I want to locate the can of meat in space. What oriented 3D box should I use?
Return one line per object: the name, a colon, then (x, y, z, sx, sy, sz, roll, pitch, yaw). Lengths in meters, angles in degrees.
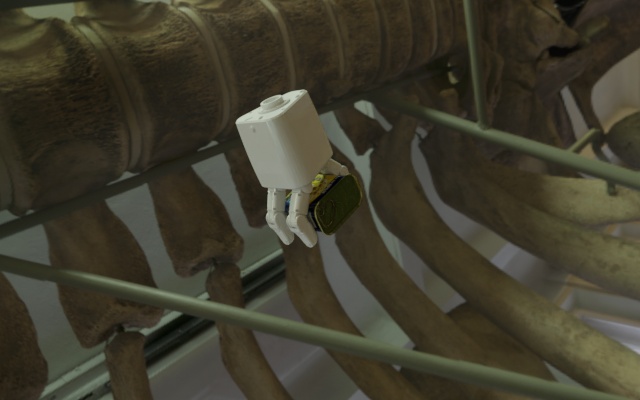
can of meat: (0.000, 0.002, 0.728, 0.084, 0.057, 0.102, 6, 41, 44)
